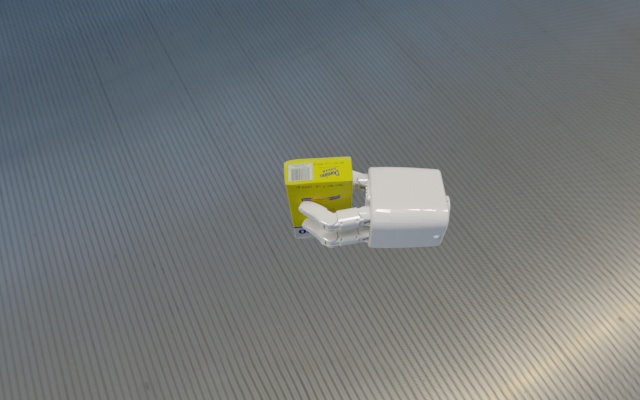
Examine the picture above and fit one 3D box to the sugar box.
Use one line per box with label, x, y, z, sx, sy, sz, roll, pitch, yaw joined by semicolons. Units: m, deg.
sugar box;0.000;0.003;0.713;0.093;0.048;0.176;-3;-31;1
